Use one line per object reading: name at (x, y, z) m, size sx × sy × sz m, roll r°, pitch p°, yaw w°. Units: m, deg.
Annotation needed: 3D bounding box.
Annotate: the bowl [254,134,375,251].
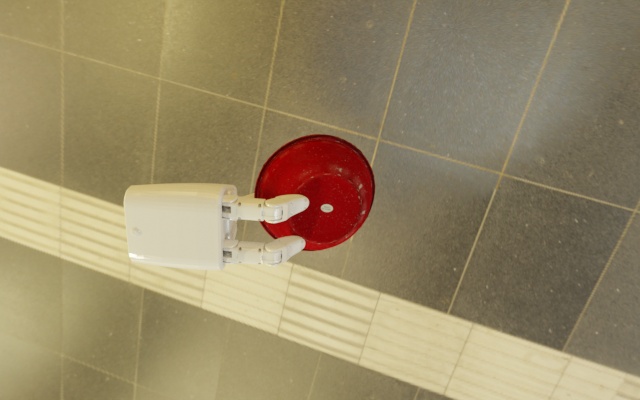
bowl at (0.001, 0.002, 0.598) m, size 0.162 × 0.162 × 0.055 m, roll 0°, pitch 21°, yaw -14°
